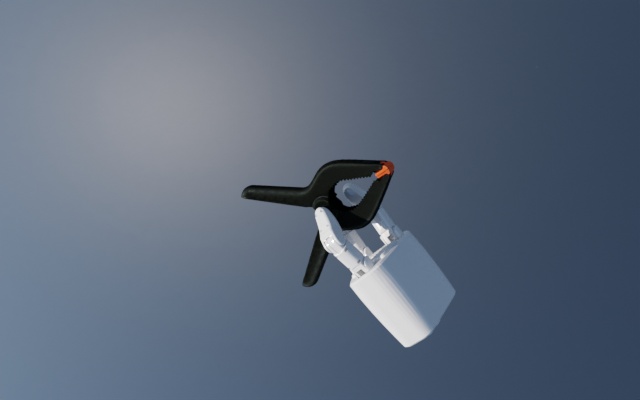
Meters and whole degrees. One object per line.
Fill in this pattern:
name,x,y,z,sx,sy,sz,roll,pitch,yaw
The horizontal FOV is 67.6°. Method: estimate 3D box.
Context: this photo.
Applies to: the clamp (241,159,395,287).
clamp,0.000,0.002,0.624,0.210,0.164,0.036,-41,1,28
